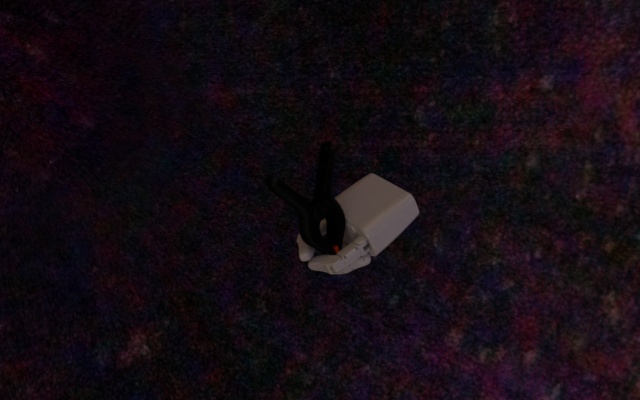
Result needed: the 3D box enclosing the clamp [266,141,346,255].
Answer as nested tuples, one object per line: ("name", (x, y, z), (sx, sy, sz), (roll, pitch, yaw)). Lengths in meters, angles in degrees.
("clamp", (0.000, 0.003, 0.699), (0.120, 0.171, 0.039), (-39, 32, -20))
